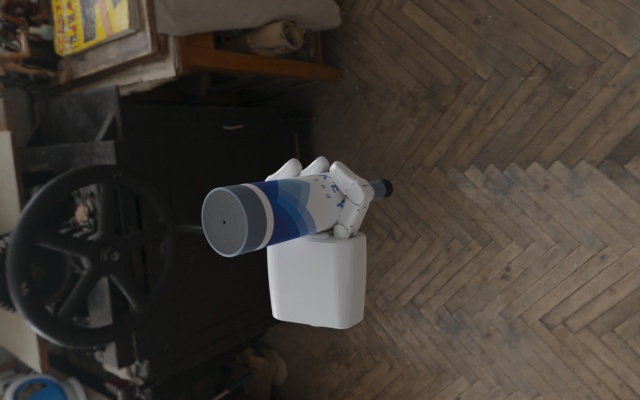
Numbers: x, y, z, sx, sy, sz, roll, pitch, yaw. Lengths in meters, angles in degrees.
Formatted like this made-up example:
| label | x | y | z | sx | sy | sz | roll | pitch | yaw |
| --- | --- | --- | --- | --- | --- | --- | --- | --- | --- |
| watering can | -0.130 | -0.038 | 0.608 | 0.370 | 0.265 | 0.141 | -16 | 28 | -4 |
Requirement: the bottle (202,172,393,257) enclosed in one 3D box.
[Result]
| label | x | y | z | sx | sy | sz | roll | pitch | yaw |
| --- | --- | --- | --- | --- | --- | --- | --- | --- | --- |
| bottle | 0.000 | 0.002 | 0.562 | 0.069 | 0.069 | 0.295 | 0 | 7 | 39 |
